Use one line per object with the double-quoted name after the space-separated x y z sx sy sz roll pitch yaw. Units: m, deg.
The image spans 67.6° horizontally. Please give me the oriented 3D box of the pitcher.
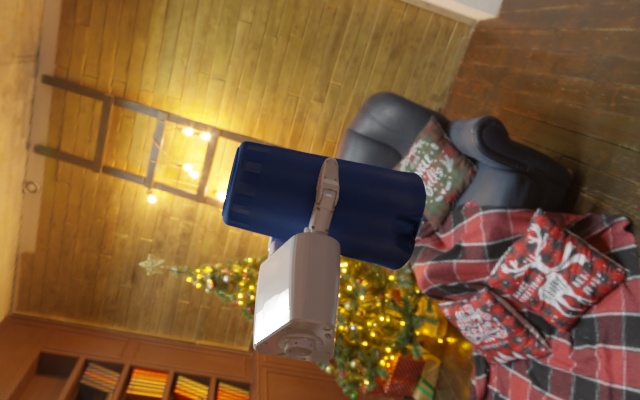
0.000 0.002 0.628 0.243 0.145 0.149 13 -39 -13 "pitcher"
